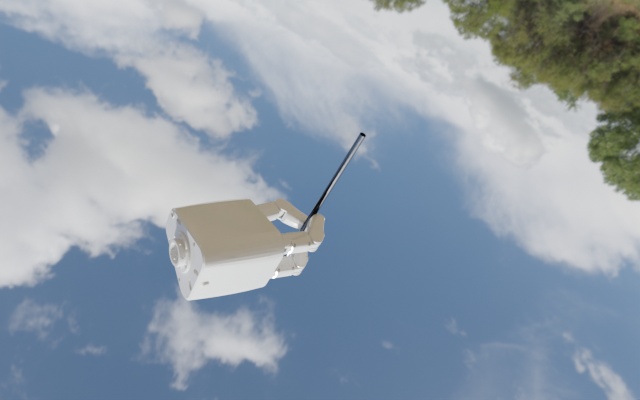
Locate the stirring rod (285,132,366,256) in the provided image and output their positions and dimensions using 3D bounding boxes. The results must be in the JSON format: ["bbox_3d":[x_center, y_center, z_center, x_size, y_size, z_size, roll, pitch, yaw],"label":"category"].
[{"bbox_3d":[0.000,0.002,0.638,0.011,0.011,0.240,0,-42,-34],"label":"stirring rod"}]
